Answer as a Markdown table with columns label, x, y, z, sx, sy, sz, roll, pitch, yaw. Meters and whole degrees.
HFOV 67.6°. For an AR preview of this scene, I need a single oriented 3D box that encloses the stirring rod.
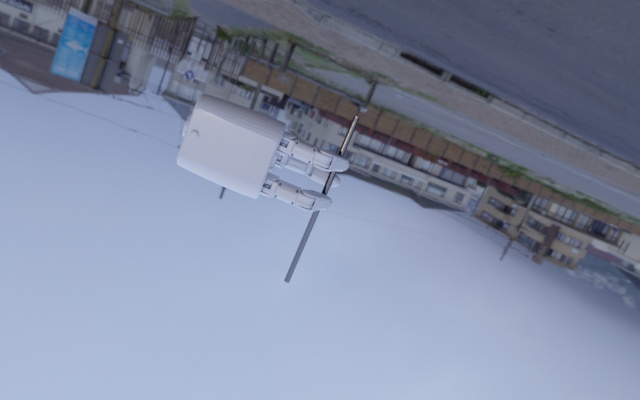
| label | x | y | z | sx | sy | sz | roll | pitch | yaw |
| --- | --- | --- | --- | --- | --- | --- | --- | --- | --- |
| stirring rod | 0.000 | 0.002 | 0.628 | 0.011 | 0.239 | 0.011 | 22 | 12 | -5 |
